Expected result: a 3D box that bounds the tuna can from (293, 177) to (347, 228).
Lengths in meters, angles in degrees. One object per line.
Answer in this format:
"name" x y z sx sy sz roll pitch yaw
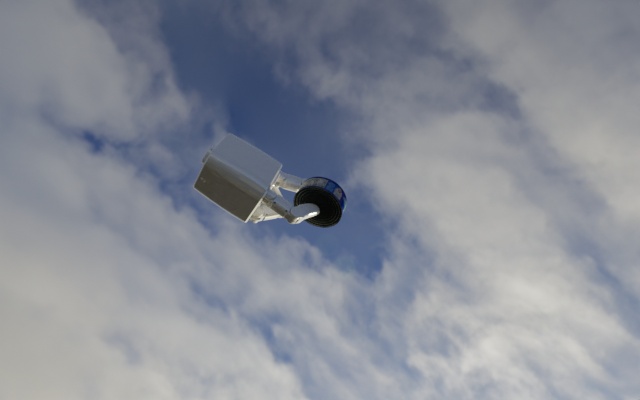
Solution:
"tuna can" 0.000 0.002 0.802 0.086 0.086 0.033 0 38 25
